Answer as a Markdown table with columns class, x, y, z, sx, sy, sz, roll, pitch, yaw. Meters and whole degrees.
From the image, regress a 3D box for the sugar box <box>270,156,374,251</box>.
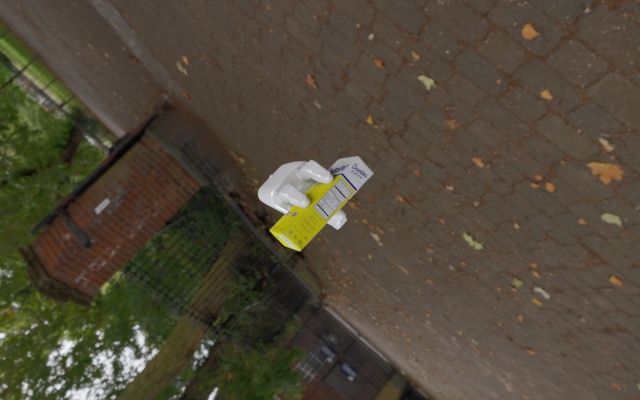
| class | x | y | z | sx | sy | sz | roll | pitch | yaw |
| --- | --- | --- | --- | --- | --- | --- | --- | --- | --- |
| sugar box | 0.000 | 0.002 | 0.784 | 0.048 | 0.176 | 0.093 | 45 | -13 | -15 |
